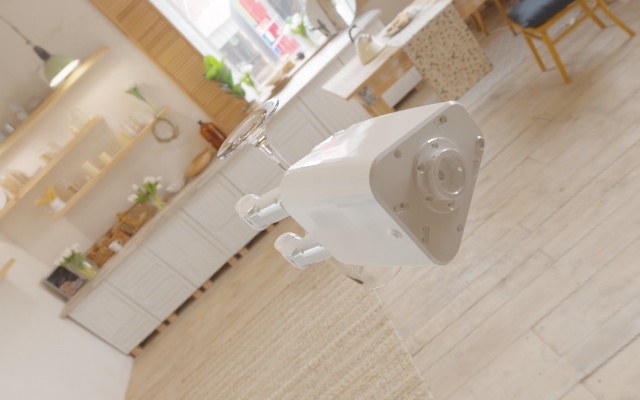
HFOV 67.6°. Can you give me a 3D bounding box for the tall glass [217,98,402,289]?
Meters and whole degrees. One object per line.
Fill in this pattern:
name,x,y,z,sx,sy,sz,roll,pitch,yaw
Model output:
tall glass,0.000,0.001,0.457,0.201,0.079,0.079,46,-22,-23
